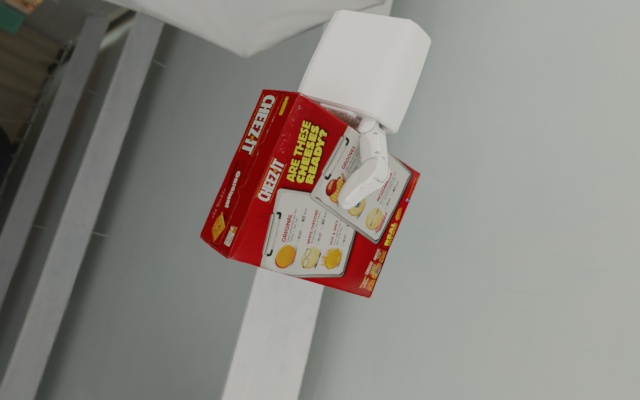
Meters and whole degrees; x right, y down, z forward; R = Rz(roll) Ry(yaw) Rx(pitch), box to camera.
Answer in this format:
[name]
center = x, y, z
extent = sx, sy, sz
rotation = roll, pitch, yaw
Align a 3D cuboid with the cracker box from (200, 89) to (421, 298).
[cracker box]
center = 0.000, 0.002, 0.517
extent = 0.214, 0.164, 0.072
rotation = 25, -3, -43
